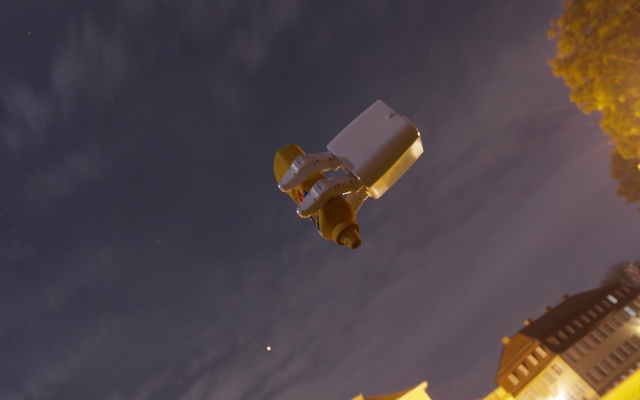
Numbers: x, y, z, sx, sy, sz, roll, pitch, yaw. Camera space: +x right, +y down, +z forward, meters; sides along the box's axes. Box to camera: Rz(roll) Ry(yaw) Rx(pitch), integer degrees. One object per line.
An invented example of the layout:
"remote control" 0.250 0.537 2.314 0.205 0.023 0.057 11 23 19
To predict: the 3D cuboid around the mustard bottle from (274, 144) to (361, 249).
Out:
"mustard bottle" 0.000 0.002 0.714 0.058 0.096 0.191 -29 52 -16
